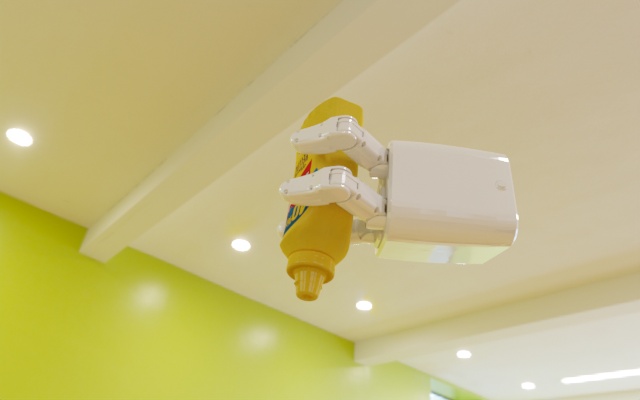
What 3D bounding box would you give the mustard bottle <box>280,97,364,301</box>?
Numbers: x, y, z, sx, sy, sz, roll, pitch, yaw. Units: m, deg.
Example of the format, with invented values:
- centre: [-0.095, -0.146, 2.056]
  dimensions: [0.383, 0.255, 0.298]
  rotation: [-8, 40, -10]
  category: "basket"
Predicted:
- centre: [0.000, 0.001, 0.443]
  dimensions: [0.058, 0.191, 0.096]
  rotation: [20, -37, -17]
  category: "mustard bottle"
